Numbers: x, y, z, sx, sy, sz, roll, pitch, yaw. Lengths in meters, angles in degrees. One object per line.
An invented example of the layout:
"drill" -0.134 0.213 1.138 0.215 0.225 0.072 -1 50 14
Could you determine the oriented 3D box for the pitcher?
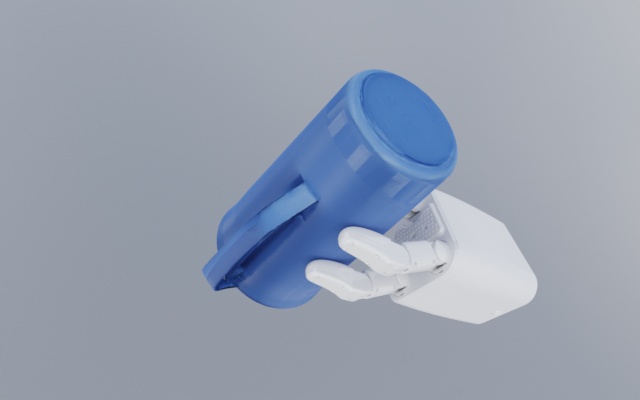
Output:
"pitcher" 0.000 0.001 0.439 0.145 0.149 0.243 23 -42 -21
